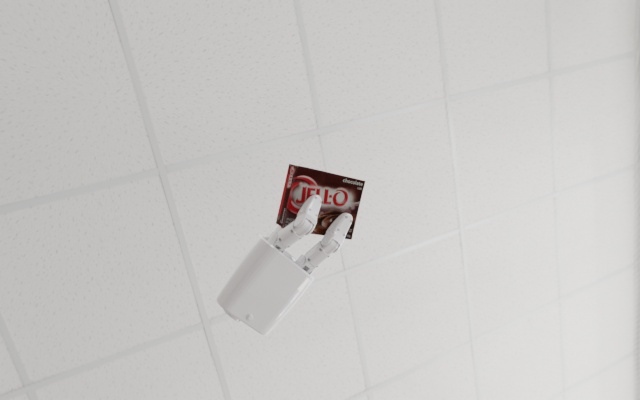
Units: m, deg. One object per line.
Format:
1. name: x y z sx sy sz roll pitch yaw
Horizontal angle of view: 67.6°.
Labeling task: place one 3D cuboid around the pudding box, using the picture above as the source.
1. pudding box: 0.000 0.002 0.687 0.113 0.090 0.039 10 6 -26
